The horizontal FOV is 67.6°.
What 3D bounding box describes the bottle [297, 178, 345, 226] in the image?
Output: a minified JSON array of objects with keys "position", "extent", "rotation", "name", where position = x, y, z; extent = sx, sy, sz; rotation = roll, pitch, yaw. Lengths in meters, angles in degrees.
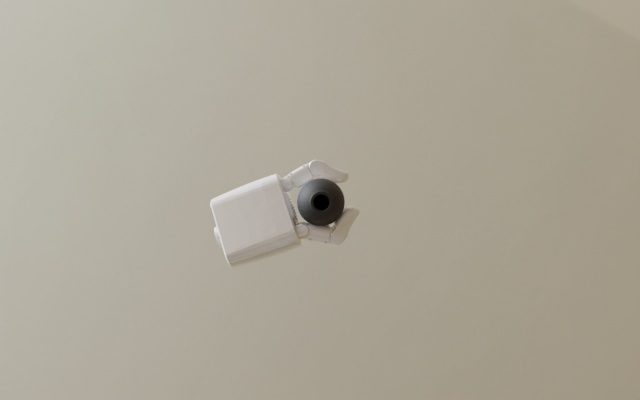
[{"position":[0.000,0.002,0.695],"extent":[0.069,0.069,0.295],"rotation":[0,0,0],"name":"bottle"}]
